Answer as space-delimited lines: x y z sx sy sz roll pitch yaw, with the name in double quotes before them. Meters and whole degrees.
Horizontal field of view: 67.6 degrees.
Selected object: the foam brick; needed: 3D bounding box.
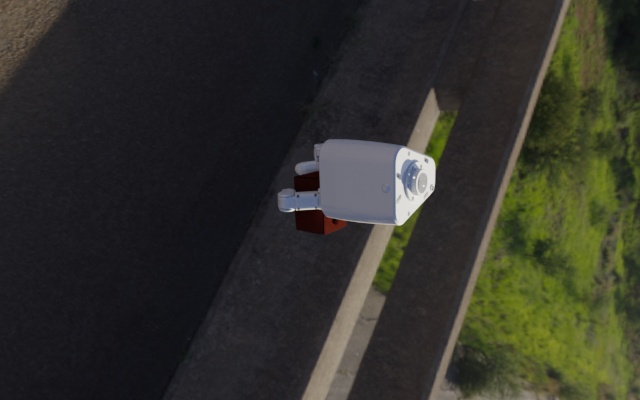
"foam brick" 0.000 0.002 0.654 0.051 0.078 0.053 8 16 37
